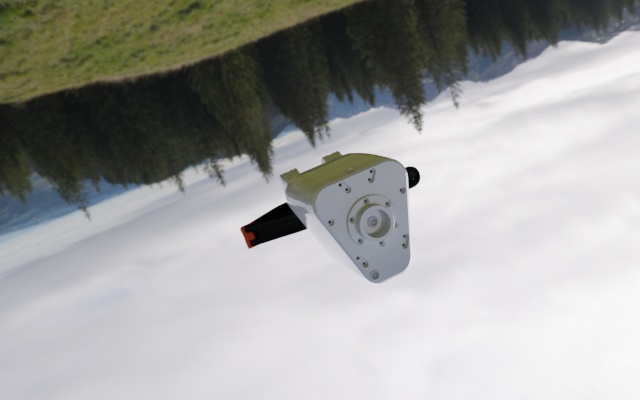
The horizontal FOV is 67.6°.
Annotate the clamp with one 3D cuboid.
[{"bbox_3d":[0.000,0.003,0.597,0.210,0.036,0.164,-23,11,-11],"label":"clamp"}]
